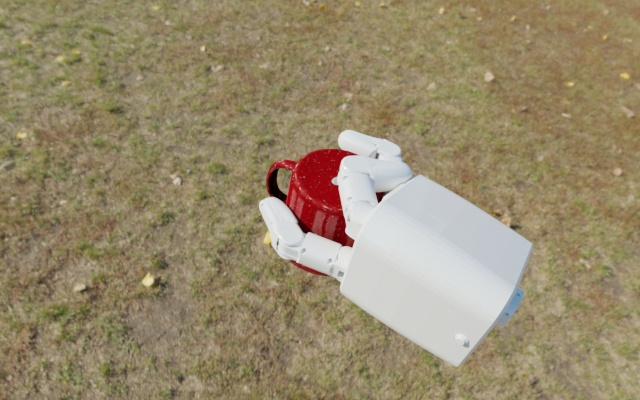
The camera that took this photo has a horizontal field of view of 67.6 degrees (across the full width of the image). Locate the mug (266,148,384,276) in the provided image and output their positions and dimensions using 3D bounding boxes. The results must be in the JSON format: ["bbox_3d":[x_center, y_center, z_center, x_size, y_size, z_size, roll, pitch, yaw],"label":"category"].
[{"bbox_3d":[-0.001,0.001,0.437,0.117,0.082,0.093,32,48,18],"label":"mug"}]
